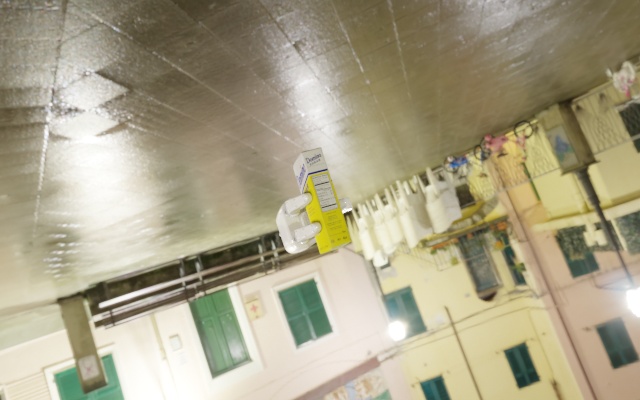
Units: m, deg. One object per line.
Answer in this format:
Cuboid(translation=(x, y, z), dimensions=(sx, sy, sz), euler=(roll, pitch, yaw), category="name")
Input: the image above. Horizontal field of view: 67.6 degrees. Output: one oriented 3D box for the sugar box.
Cuboid(translation=(0.000, 0.003, 0.860), dimensions=(0.048, 0.176, 0.093), euler=(-18, -8, -17), category="sugar box")
